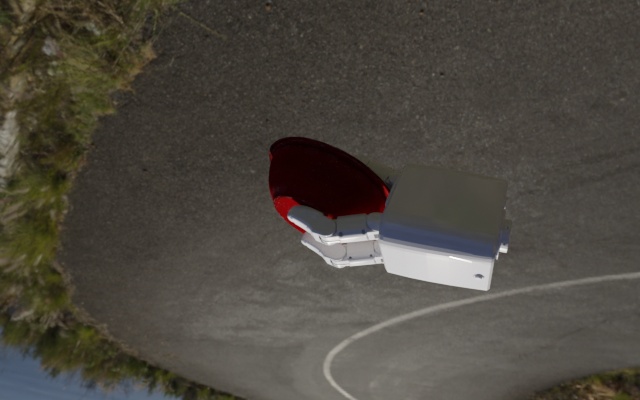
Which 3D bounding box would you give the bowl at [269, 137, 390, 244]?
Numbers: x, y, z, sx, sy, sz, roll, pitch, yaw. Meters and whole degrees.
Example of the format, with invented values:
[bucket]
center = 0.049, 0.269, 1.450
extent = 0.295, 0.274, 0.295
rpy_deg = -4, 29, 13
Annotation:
[bowl]
center = -0.001, 0.002, 0.539
extent = 0.162, 0.055, 0.162
rpy_deg = 25, -24, 12
